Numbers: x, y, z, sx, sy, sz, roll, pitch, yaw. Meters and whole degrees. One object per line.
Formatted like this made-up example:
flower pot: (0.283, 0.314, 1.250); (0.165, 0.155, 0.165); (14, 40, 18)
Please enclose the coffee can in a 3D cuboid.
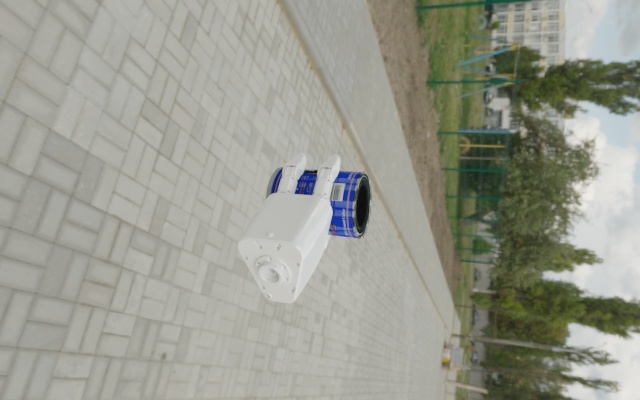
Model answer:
coffee can: (0.000, 0.002, 0.743); (0.140, 0.103, 0.103); (4, 1, 19)
